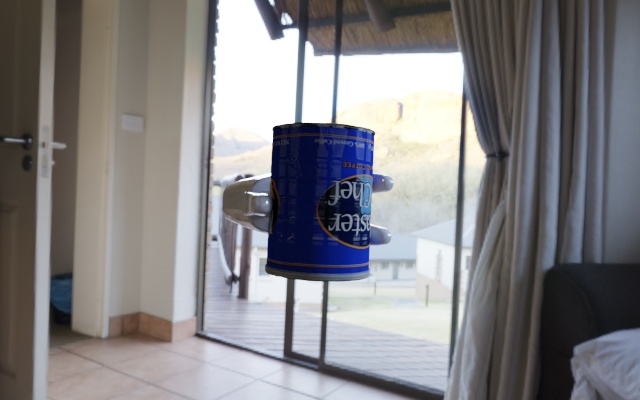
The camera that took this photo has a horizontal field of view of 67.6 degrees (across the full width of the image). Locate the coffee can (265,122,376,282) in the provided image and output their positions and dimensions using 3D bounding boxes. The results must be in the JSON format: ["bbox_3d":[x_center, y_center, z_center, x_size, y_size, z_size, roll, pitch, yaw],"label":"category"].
[{"bbox_3d":[0.000,0.002,0.468,0.103,0.140,0.103,3,0,0],"label":"coffee can"}]
